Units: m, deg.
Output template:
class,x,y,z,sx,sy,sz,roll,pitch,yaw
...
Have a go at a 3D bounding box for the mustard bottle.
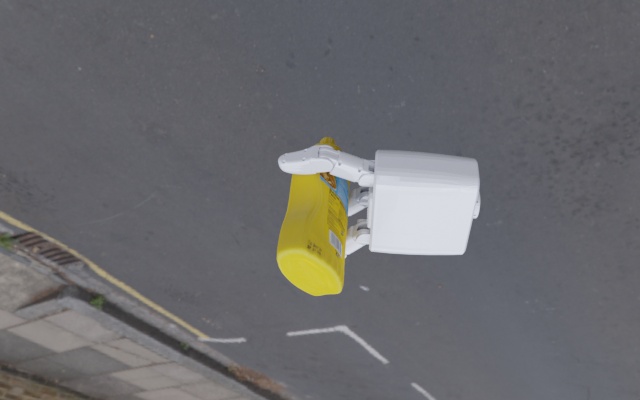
class,x,y,z,sx,sy,sz,roll,pitch,yaw
mustard bottle,0.000,0.002,0.538,0.058,0.191,0.096,-12,-41,24
